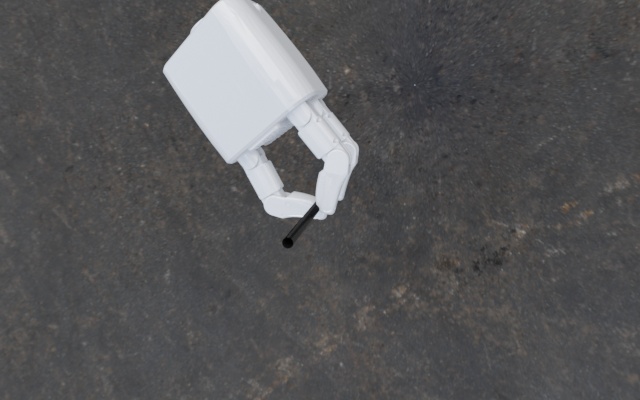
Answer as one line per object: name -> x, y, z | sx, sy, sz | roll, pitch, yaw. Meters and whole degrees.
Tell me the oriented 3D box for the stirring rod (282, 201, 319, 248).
stirring rod -> 0.000, 0.001, 0.443 | 0.011, 0.011, 0.239 | 0, 13, 11
